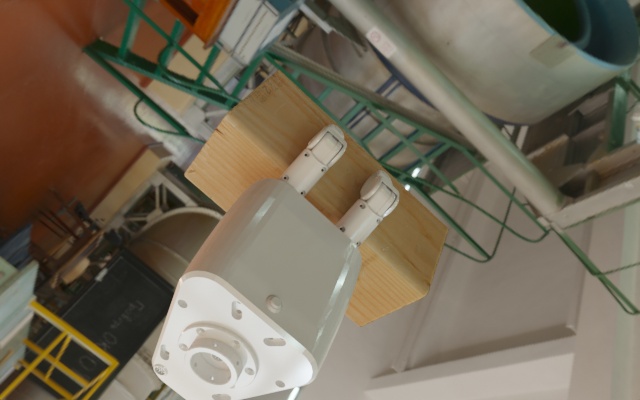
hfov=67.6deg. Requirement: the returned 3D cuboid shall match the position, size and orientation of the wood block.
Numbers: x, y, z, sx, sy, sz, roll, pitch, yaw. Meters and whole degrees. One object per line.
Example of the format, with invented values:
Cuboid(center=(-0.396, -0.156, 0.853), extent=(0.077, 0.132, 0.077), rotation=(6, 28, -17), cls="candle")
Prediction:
Cuboid(center=(0.000, 0.002, 0.418), extent=(0.091, 0.206, 0.090), rotation=(-40, 11, 43), cls="wood block")
